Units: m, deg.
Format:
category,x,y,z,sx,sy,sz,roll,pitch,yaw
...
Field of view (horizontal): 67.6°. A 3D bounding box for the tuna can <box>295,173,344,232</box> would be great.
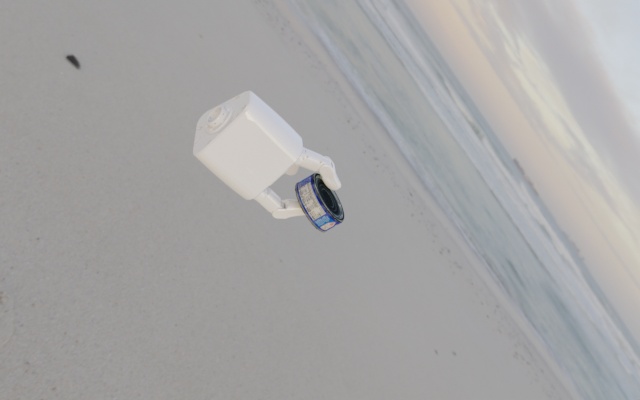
category,x,y,z,sx,sy,sz,roll,pitch,yaw
tuna can,0.001,0.002,0.713,0.034,0.086,0.086,-30,-10,17
